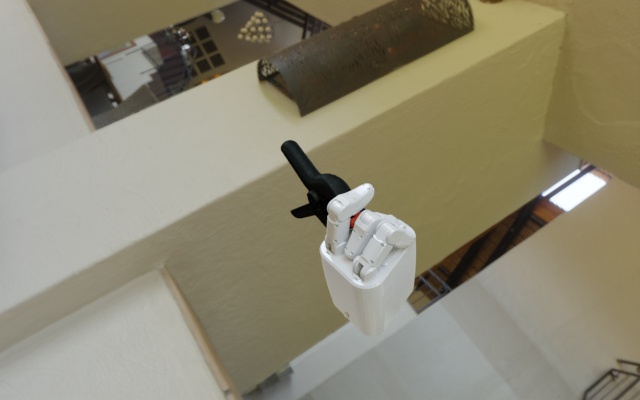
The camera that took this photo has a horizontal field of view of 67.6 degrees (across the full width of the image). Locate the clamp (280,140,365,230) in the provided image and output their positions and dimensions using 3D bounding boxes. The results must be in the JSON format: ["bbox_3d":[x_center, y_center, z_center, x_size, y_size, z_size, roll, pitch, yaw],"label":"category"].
[{"bbox_3d":[0.001,0.002,0.637,0.039,0.120,0.171,-26,42,-21],"label":"clamp"}]
